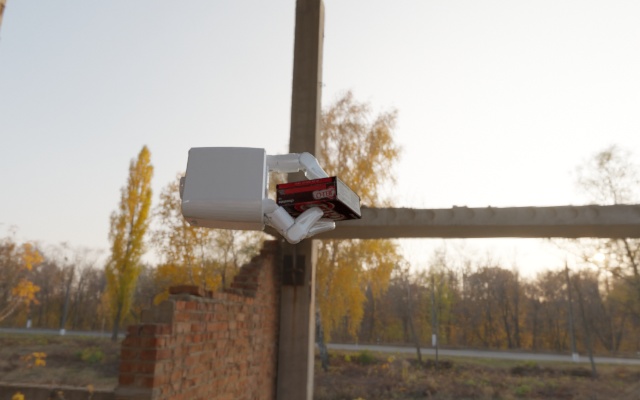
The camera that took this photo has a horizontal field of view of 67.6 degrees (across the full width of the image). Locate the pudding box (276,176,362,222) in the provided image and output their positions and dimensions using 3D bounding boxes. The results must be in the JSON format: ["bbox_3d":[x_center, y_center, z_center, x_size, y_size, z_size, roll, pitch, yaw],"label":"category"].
[{"bbox_3d":[0.000,0.002,0.676,0.090,0.039,0.113,-6,-15,21],"label":"pudding box"}]
